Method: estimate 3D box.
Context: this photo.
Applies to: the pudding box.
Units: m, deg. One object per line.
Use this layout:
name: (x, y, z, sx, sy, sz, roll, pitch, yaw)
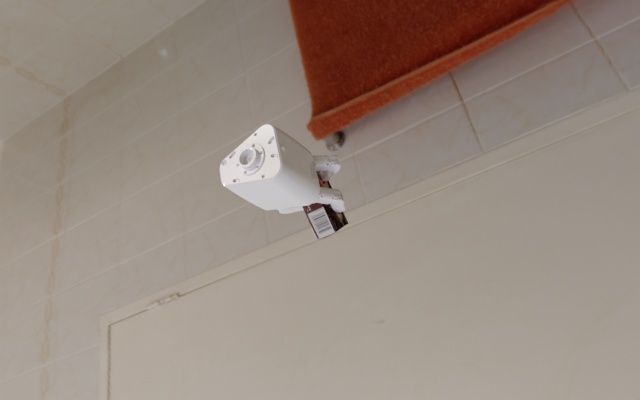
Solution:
pudding box: (0.000, 0.003, 0.812, 0.039, 0.113, 0.090, -23, 0, 19)
